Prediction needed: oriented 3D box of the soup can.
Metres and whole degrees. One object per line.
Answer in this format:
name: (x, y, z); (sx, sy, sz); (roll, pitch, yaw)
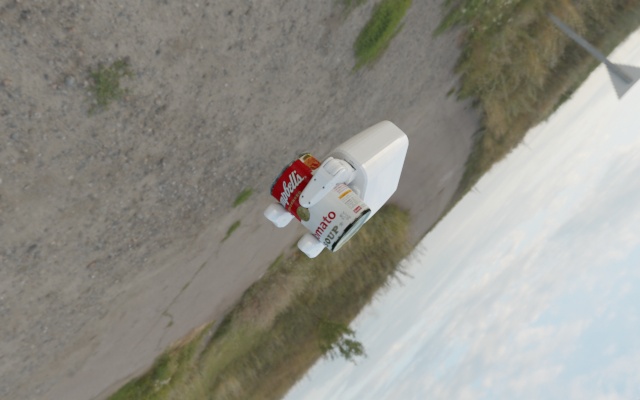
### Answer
soup can: (0.000, 0.002, 0.554); (0.102, 0.068, 0.068); (43, 10, 12)
